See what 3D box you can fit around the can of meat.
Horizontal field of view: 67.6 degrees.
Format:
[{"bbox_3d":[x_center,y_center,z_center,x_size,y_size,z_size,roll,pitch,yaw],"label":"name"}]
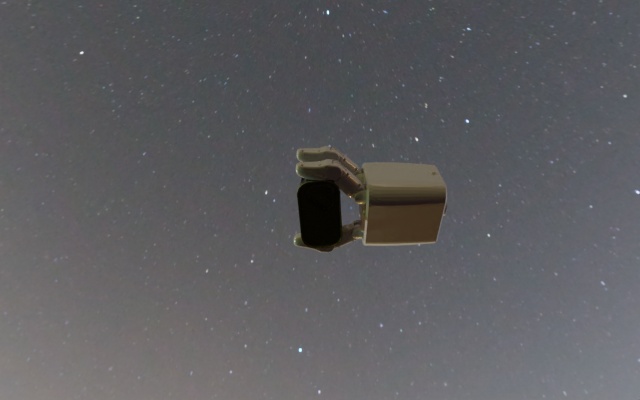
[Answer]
[{"bbox_3d":[0.000,0.002,0.677,0.057,0.102,0.084,-3,27,3],"label":"can of meat"}]
